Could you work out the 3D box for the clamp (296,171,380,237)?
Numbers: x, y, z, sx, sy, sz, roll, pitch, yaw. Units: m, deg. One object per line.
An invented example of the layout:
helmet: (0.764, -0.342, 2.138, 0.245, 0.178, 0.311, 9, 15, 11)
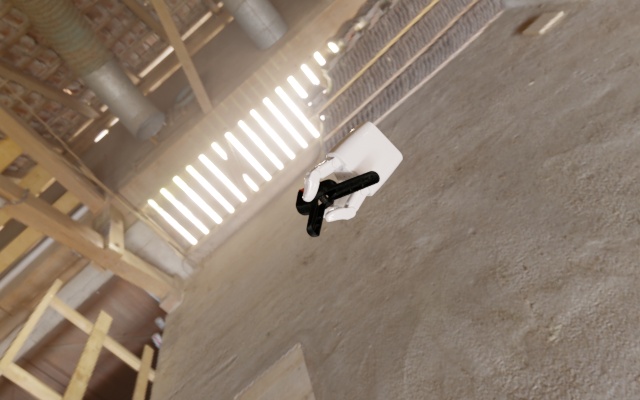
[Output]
clamp: (0.000, 0.002, 0.900, 0.164, 0.036, 0.210, -43, 20, -21)
